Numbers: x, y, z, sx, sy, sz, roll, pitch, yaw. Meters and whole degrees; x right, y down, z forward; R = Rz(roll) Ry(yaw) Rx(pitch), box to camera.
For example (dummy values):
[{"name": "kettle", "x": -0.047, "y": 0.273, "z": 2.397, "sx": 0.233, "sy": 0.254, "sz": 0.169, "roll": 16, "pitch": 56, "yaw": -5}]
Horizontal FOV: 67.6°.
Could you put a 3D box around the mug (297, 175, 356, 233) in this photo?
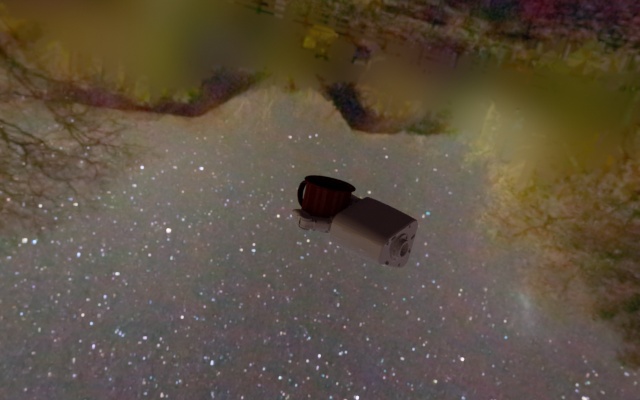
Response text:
[{"name": "mug", "x": -0.001, "y": 0.003, "z": 0.863, "sx": 0.117, "sy": 0.081, "sz": 0.093, "roll": 25, "pitch": 20, "yaw": 37}]
